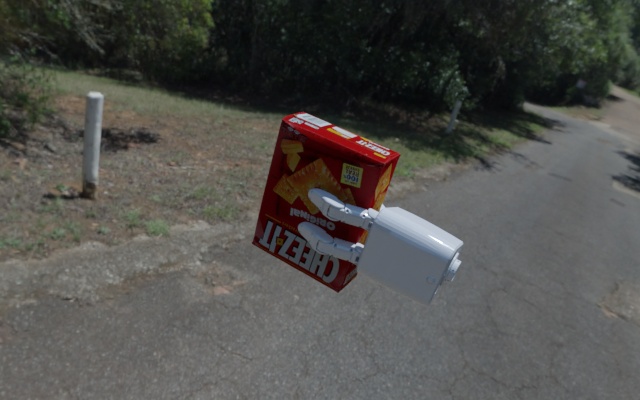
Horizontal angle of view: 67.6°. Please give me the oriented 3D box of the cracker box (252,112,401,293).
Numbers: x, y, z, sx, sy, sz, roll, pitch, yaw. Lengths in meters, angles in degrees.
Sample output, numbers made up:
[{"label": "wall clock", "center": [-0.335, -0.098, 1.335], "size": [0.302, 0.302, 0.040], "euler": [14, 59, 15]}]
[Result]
[{"label": "cracker box", "center": [0.000, 0.002, 0.693], "size": [0.164, 0.214, 0.072], "euler": [27, 27, 20]}]
